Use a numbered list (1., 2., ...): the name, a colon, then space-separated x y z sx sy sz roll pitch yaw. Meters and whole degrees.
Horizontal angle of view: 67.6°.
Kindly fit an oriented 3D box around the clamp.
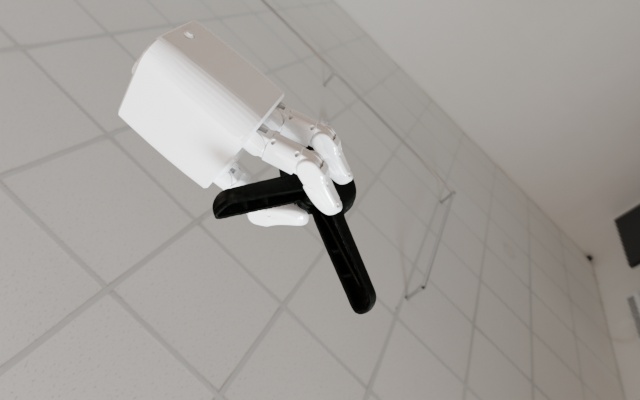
1. clamp: -0.001 0.002 0.465 0.036 0.164 0.210 -41 15 31
